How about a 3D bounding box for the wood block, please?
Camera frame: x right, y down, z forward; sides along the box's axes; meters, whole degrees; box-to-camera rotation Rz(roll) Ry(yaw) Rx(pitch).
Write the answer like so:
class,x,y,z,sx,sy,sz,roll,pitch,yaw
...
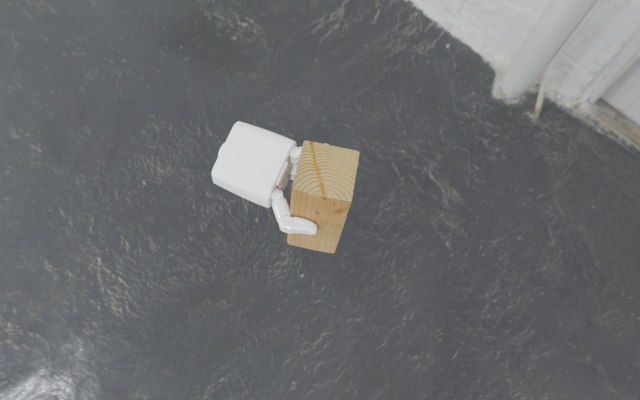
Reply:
class,x,y,z,sx,sy,sz,roll,pitch,yaw
wood block,0.000,0.003,0.793,0.090,0.090,0.206,12,-28,0
